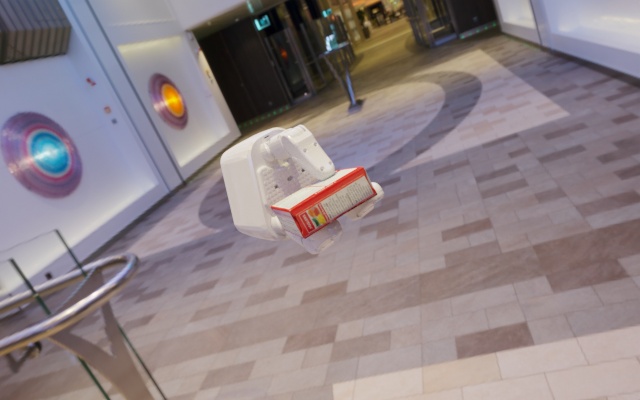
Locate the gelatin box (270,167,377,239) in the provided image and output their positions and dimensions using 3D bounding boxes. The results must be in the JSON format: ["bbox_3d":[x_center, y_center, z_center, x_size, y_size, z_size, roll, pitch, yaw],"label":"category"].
[{"bbox_3d":[0.000,0.001,0.427,0.073,0.030,0.089,-31,8,-14],"label":"gelatin box"}]
